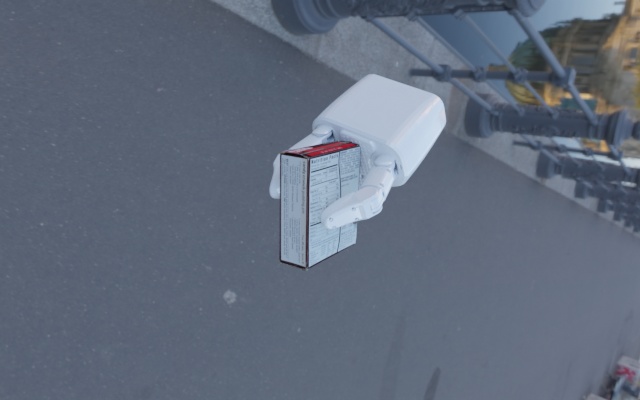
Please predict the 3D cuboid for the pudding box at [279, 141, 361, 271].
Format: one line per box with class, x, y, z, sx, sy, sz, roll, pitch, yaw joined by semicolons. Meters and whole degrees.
pudding box;0.000;0.002;0.474;0.039;0.113;0.090;11;19;35
